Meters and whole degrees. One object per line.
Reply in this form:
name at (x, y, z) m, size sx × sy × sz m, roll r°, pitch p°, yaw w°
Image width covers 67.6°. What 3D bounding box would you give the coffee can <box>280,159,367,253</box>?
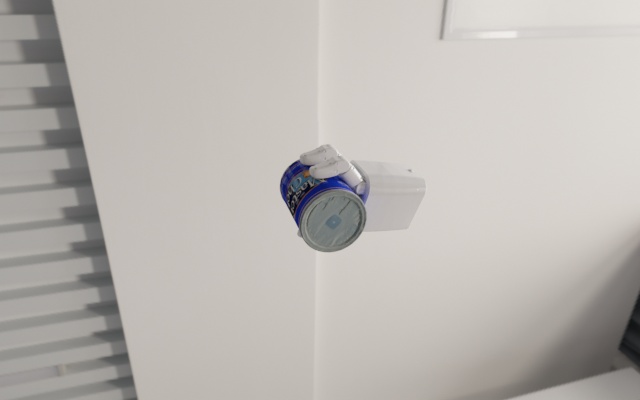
coffee can at (0.000, 0.003, 0.753) m, size 0.103 × 0.103 × 0.140 m, roll 0°, pitch 26°, yaw -19°
